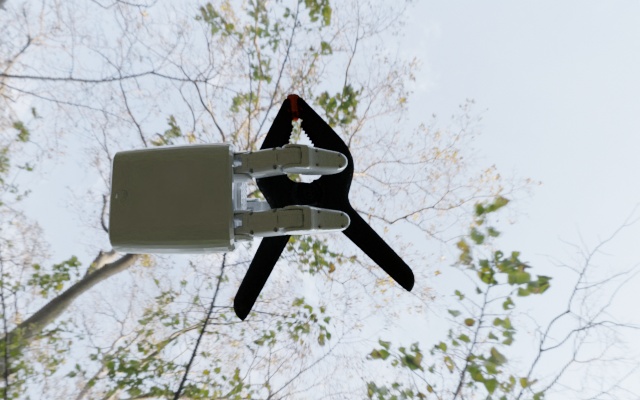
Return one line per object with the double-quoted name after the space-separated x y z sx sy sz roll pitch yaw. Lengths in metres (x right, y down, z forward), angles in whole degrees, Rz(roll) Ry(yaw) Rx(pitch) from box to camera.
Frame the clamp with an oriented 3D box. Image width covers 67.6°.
0.000 0.001 0.450 0.164 0.210 0.036 -2 -13 -4 "clamp"
